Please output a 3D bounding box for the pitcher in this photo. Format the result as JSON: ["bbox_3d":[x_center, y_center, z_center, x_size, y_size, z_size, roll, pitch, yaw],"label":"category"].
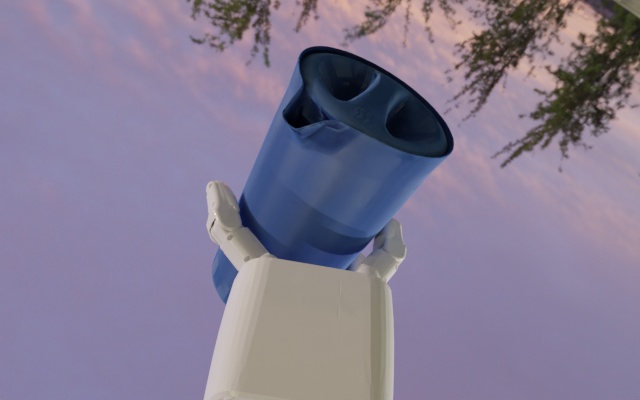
[{"bbox_3d":[0.000,0.001,0.426,0.149,0.243,0.145,23,36,-15],"label":"pitcher"}]
